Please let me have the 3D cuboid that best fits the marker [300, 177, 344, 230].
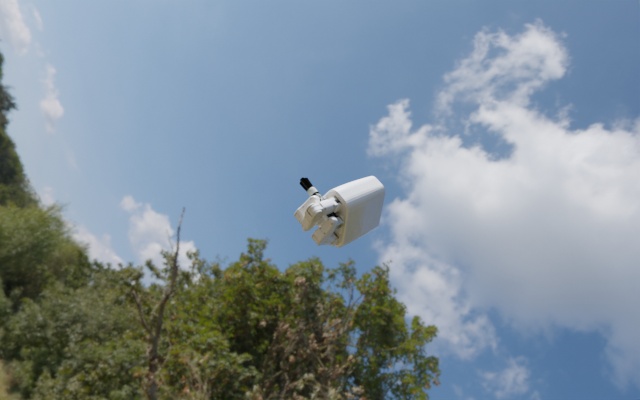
[{"bbox_3d":[0.000,0.003,0.871,0.020,0.121,0.020,-32,-24,-16],"label":"marker"}]
